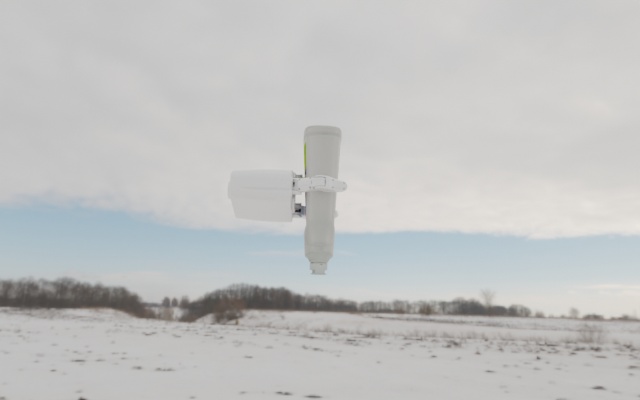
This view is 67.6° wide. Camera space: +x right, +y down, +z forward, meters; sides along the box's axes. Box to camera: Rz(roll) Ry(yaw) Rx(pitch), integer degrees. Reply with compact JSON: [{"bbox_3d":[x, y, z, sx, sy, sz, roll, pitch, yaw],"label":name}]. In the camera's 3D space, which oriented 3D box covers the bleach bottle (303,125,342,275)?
[{"bbox_3d":[0.000,0.003,0.839,0.068,0.250,0.102,2,-13,-2],"label":"bleach bottle"}]
